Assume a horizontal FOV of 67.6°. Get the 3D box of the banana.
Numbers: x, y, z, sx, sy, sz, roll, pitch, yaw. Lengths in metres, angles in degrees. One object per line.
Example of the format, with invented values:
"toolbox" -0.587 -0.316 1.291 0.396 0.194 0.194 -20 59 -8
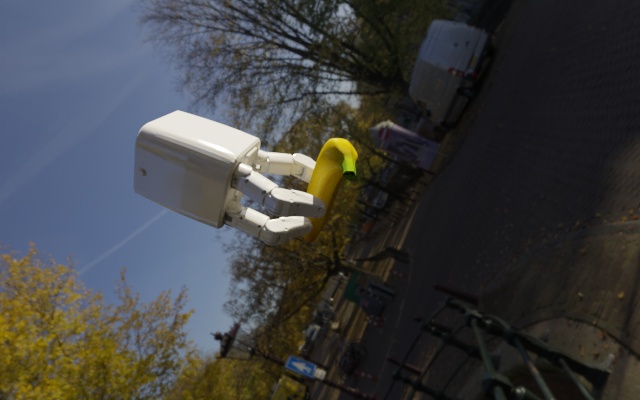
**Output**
"banana" 0.006 -0.016 0.530 0.037 0.069 0.198 18 -26 -3
